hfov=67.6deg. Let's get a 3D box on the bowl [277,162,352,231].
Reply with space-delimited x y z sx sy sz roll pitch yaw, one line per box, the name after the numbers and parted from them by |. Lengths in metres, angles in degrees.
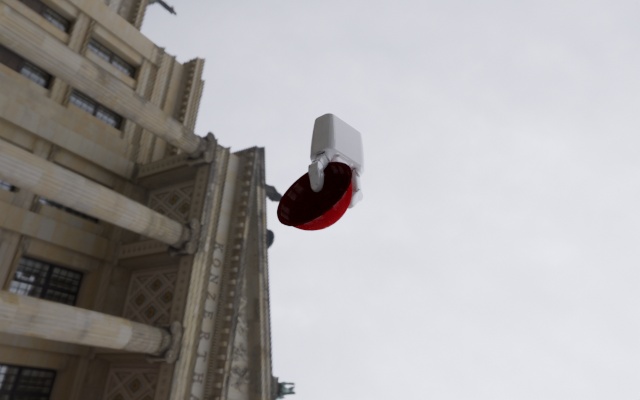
0.000 0.004 0.877 0.162 0.162 0.055 0 -43 46 | bowl
